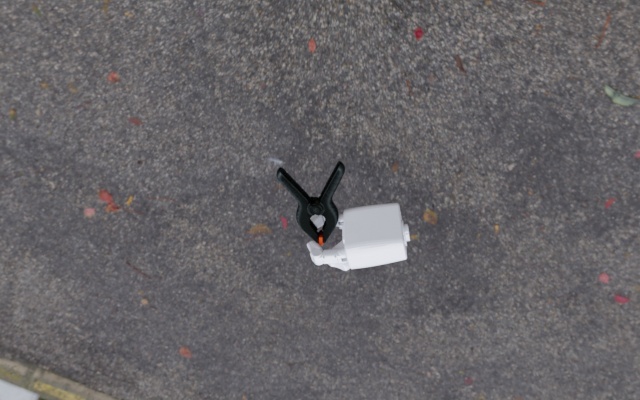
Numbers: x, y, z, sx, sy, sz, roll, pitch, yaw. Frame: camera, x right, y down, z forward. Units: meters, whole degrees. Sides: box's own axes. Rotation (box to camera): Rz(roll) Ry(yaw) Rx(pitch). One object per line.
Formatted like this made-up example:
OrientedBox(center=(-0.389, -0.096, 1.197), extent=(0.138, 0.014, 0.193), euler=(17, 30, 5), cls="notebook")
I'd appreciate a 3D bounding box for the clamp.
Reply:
OrientedBox(center=(0.000, 0.003, 0.873), extent=(0.120, 0.172, 0.039), euler=(-10, 33, 14), cls="clamp")
